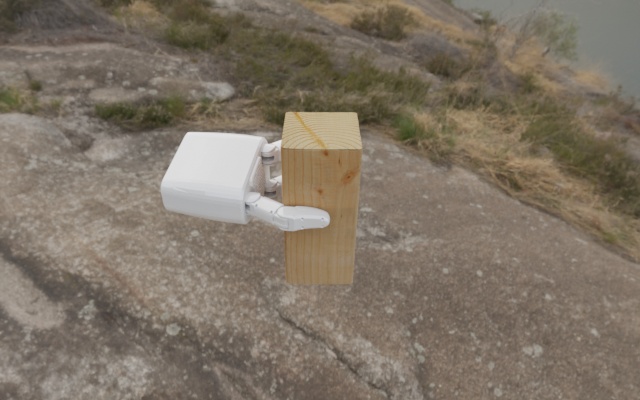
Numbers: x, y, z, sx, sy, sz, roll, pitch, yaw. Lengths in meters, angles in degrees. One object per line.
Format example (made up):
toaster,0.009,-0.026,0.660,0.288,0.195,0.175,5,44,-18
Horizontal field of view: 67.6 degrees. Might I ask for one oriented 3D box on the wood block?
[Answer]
wood block,0.000,0.002,0.605,0.090,0.206,0.090,1,36,0
